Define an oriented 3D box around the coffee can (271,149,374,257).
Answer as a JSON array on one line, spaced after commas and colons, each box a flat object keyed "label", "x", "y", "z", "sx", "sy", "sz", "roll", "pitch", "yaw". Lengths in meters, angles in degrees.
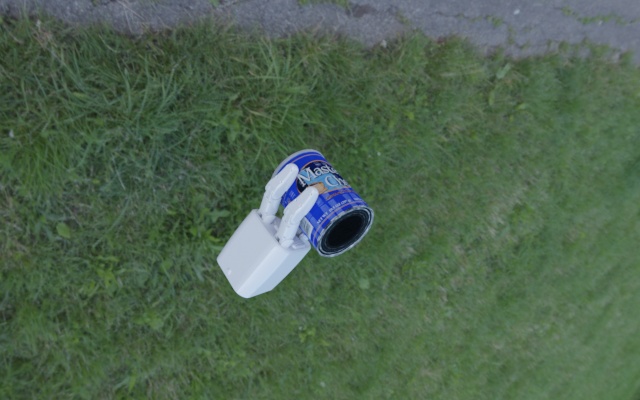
[{"label": "coffee can", "x": 0.000, "y": 0.002, "z": 0.740, "sx": 0.103, "sy": 0.103, "sz": 0.140, "roll": 0, "pitch": 40, "yaw": -45}]
